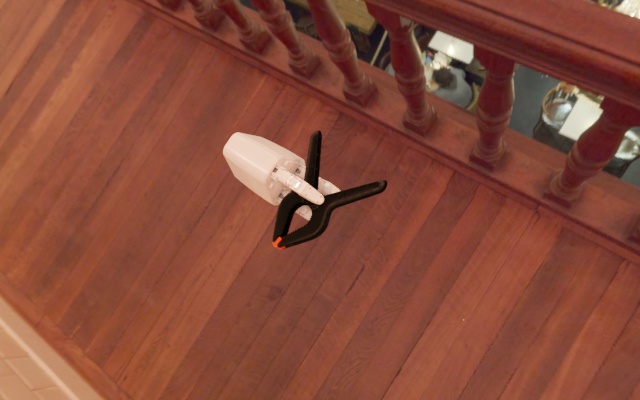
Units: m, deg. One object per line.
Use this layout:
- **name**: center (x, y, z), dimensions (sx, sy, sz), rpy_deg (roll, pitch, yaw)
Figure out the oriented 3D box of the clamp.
- **clamp**: center (-0.001, 0.003, 0.803), dimensions (0.164, 0.210, 0.036), rpy_deg (32, -3, 23)
